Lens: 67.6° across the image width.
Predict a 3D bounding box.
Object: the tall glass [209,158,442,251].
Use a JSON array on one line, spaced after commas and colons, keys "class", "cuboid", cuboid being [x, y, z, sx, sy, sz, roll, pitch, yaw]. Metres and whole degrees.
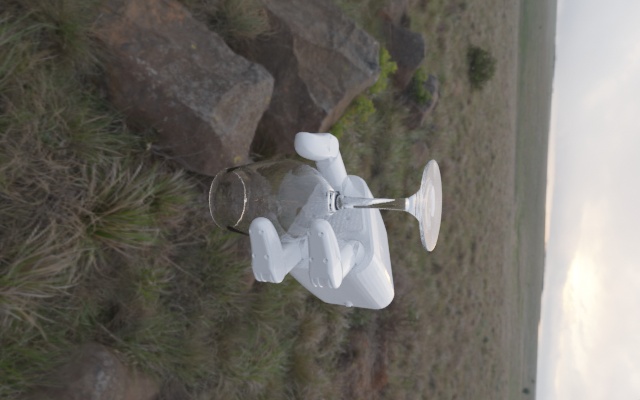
[{"class": "tall glass", "cuboid": [0.001, 0.001, 0.426, 0.201, 0.079, 0.079, 2, 1, 25]}]
